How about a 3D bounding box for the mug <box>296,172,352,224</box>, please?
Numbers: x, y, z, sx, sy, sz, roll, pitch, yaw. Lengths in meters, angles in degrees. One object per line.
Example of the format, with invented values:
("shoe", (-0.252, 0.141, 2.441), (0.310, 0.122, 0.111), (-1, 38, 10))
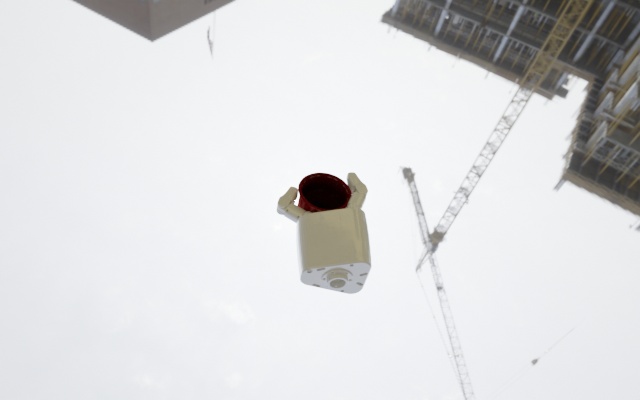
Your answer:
("mug", (0.000, 0.002, 0.844), (0.093, 0.117, 0.082), (6, -44, -9))
